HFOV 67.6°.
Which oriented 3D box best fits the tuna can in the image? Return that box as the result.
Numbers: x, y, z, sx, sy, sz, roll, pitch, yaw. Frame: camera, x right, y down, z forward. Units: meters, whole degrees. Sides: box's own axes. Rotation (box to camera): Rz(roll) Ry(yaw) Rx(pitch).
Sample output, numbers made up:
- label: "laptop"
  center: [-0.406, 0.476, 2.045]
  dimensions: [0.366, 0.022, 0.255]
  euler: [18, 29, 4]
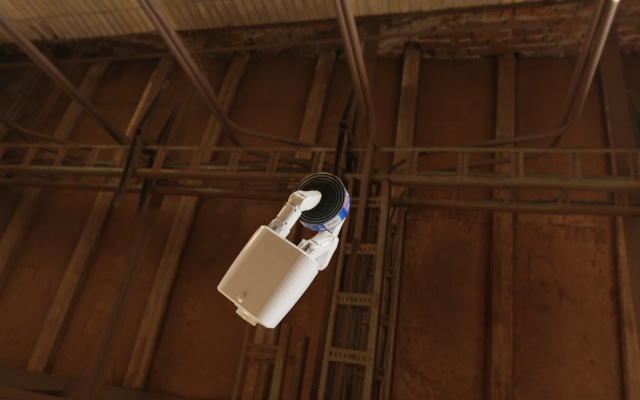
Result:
- label: "tuna can"
  center: [0.000, 0.003, 0.721]
  dimensions: [0.086, 0.086, 0.034]
  euler: [0, -24, 19]
